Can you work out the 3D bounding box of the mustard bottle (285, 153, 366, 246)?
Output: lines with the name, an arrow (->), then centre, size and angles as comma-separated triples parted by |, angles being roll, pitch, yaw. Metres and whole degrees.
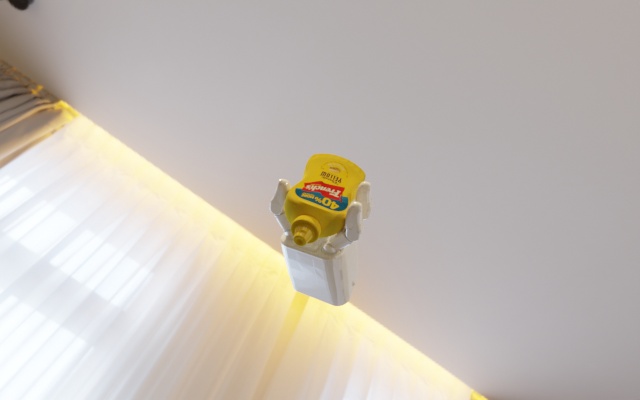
mustard bottle -> 0.000, 0.002, 0.705 | 0.096, 0.058, 0.191 | 22, 38, 5
